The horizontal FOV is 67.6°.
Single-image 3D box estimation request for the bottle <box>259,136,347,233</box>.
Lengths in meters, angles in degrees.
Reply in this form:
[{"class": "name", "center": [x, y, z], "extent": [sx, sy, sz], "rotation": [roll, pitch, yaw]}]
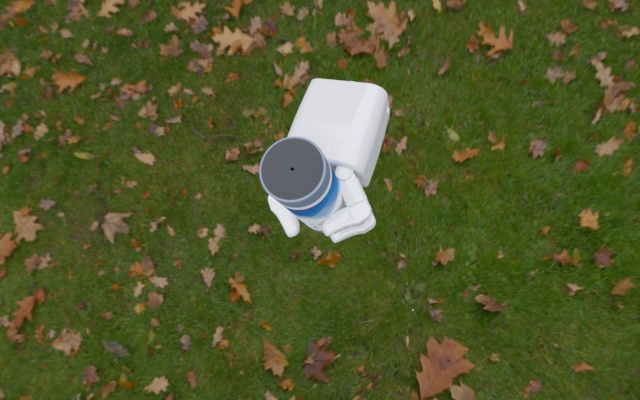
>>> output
[{"class": "bottle", "center": [0.000, 0.002, 0.598], "extent": [0.069, 0.069, 0.296], "rotation": [0, -13, 11]}]
